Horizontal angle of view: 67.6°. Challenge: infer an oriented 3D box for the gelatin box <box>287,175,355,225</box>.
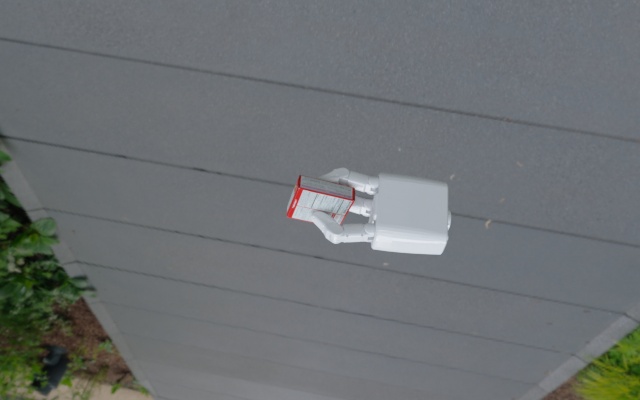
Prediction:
[{"bbox_3d":[0.000,0.003,0.726,0.089,0.030,0.073,12,-40,-12],"label":"gelatin box"}]
